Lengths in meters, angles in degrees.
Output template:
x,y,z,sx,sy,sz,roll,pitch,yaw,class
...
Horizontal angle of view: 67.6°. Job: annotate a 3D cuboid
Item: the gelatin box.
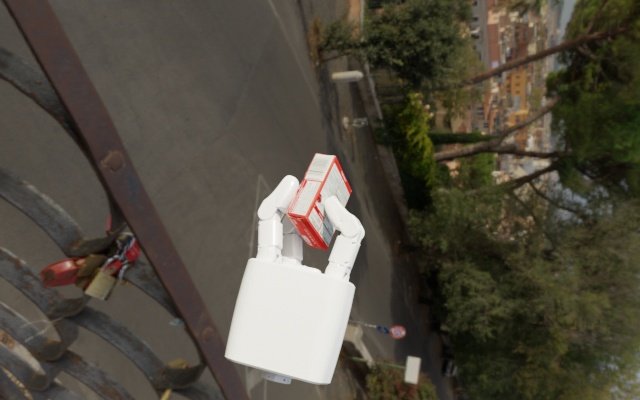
x,y,z,sx,sy,sz,roll,pitch,yaw,class
0.001,0.002,0.560,0.030,0.089,0.073,11,-28,28,gelatin box
